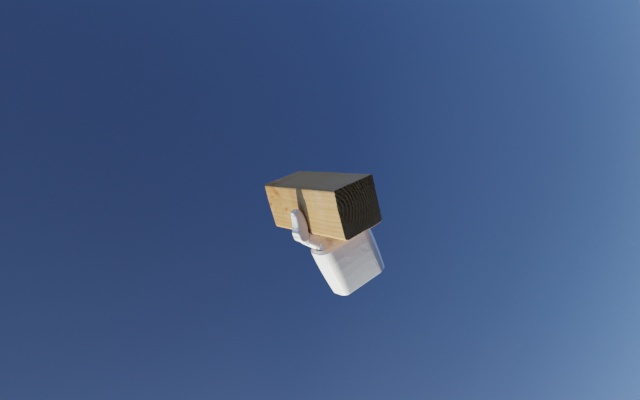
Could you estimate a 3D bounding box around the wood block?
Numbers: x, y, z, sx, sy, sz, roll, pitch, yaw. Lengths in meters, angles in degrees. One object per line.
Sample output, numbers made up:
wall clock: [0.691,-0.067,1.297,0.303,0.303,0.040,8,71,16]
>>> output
wood block: [0.000,0.003,0.867,0.091,0.090,0.206,-25,20,-35]
